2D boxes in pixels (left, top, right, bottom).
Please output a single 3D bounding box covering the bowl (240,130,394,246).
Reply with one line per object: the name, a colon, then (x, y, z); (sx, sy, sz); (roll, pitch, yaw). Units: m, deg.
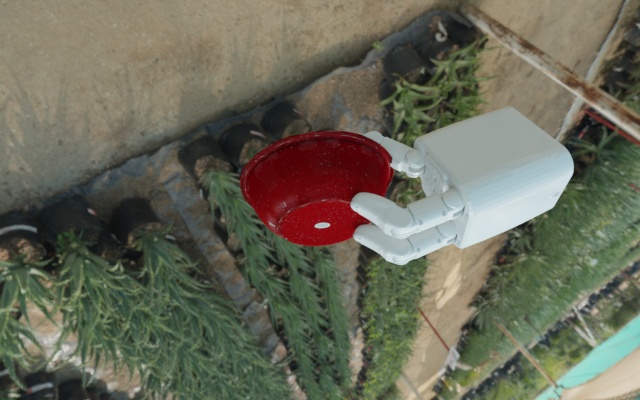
bowl: (-0.001, 0.002, 0.486); (0.162, 0.055, 0.162); (-6, -32, -3)
